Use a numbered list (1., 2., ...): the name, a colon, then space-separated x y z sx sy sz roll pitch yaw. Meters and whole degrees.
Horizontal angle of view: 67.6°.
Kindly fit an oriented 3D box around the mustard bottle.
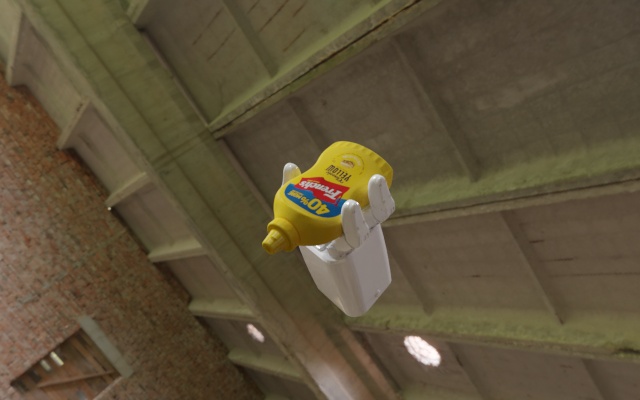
1. mustard bottle: 0.000 0.002 0.587 0.096 0.058 0.191 31 53 24
